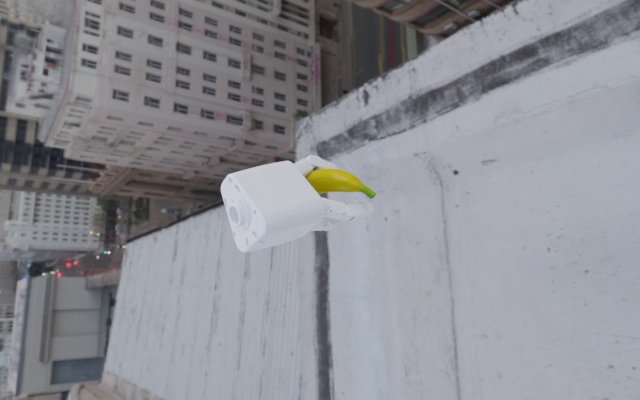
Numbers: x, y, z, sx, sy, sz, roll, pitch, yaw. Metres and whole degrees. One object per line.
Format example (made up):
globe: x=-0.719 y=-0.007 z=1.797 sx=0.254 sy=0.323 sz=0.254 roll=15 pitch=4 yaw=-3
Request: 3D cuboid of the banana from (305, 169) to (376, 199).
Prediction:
banana: x=-0.006 y=-0.014 z=0.768 sx=0.198 sy=0.070 sz=0.037 roll=-12 pitch=21 yaw=46
